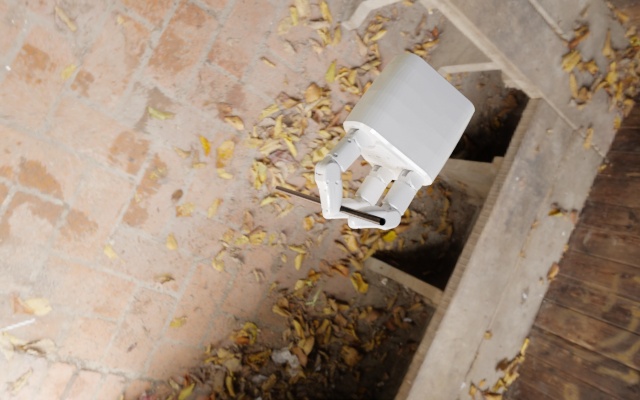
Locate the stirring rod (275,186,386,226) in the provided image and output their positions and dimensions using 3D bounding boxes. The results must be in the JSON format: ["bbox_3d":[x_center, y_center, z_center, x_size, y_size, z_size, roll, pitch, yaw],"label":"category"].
[{"bbox_3d":[0.000,0.002,0.557,0.011,0.011,0.239,0,9,-30],"label":"stirring rod"}]
